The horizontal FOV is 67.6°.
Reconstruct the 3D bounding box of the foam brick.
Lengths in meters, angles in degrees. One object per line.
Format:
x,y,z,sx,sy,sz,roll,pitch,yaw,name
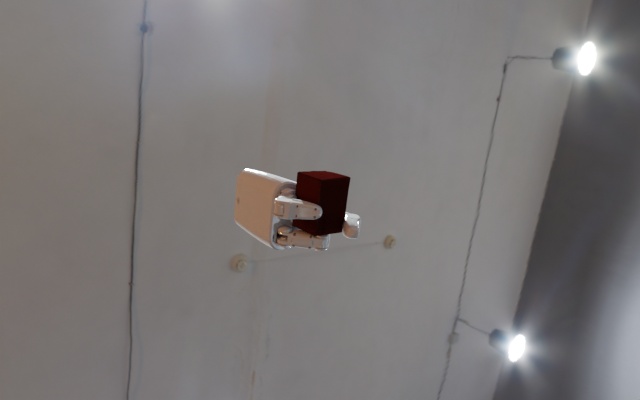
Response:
0.000,0.002,0.637,0.053,0.078,0.051,-5,19,-40,foam brick
